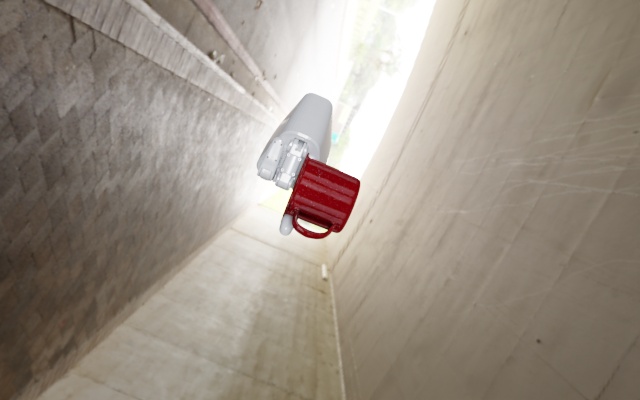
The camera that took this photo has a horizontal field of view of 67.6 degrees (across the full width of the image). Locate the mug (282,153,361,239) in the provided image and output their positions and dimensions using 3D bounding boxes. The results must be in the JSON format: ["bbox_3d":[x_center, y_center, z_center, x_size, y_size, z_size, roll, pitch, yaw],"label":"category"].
[{"bbox_3d":[0.000,0.003,0.637,0.081,0.117,0.093,22,-42,-4],"label":"mug"}]
